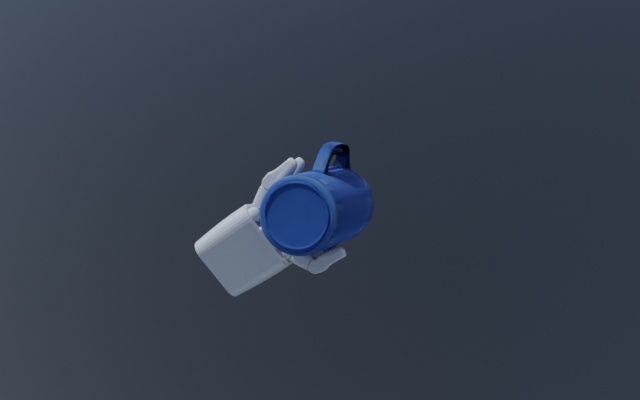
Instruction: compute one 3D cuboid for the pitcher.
[{"bbox_3d":[0.000,0.003,0.728,0.145,0.149,0.243,-34,-5,14],"label":"pitcher"}]
